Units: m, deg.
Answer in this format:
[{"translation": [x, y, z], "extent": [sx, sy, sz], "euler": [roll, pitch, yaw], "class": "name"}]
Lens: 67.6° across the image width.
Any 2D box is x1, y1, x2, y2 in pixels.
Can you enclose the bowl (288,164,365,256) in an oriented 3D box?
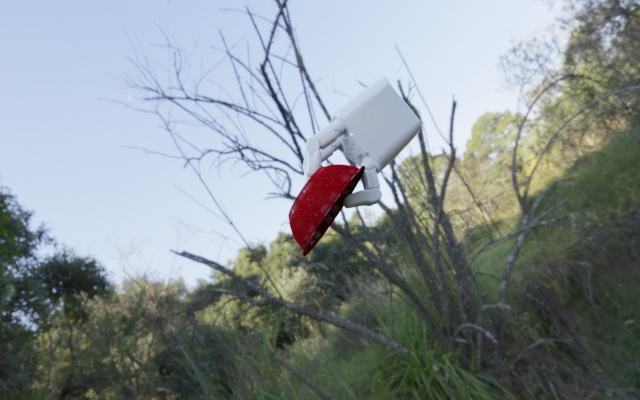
[{"translation": [-0.001, 0.003, 0.711], "extent": [0.055, 0.162, 0.162], "euler": [34, 4, 7], "class": "bowl"}]
